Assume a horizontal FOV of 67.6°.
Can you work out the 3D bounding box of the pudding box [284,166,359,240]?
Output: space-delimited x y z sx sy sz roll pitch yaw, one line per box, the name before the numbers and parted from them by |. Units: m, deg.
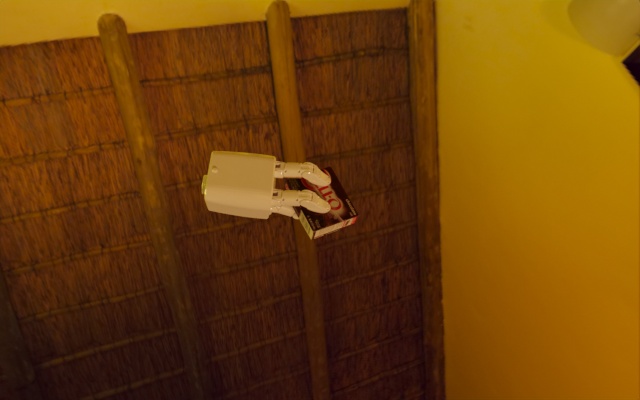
pudding box | 0.000 0.003 0.827 0.090 0.113 0.039 -19 -23 -21
